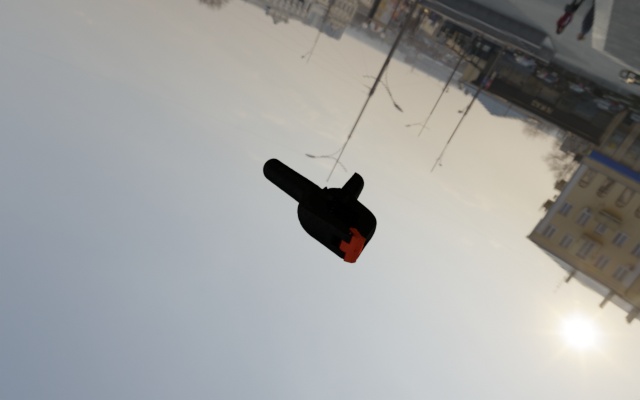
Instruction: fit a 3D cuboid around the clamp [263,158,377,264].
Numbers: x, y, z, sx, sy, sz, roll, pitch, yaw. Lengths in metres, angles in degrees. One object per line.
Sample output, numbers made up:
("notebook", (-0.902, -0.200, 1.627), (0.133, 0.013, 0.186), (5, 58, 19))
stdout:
("clamp", (0.000, 0.002, 0.488), (0.120, 0.039, 0.171), (7, 23, -10))
